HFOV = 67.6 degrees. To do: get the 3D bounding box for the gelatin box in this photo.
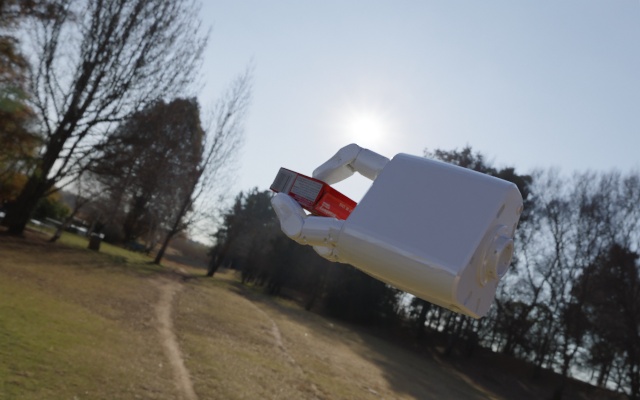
[{"bbox_3d":[0.000,0.001,0.487,0.073,0.030,0.089,31,-5,-37],"label":"gelatin box"}]
